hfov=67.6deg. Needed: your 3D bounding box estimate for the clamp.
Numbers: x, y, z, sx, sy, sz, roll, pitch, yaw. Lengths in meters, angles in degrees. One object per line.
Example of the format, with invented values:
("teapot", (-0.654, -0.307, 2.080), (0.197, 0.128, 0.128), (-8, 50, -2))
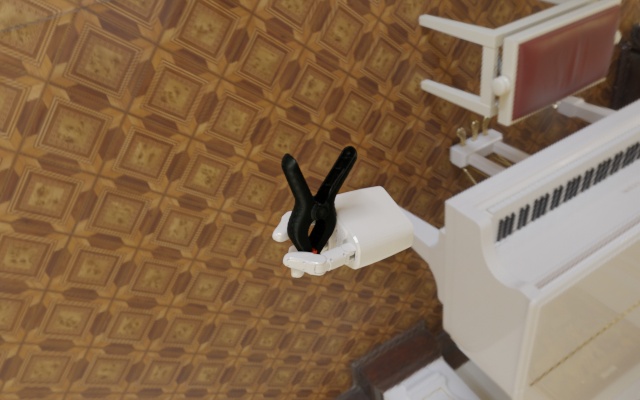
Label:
("clamp", (0.000, 0.003, 0.662), (0.120, 0.172, 0.039), (-16, 36, -28))
